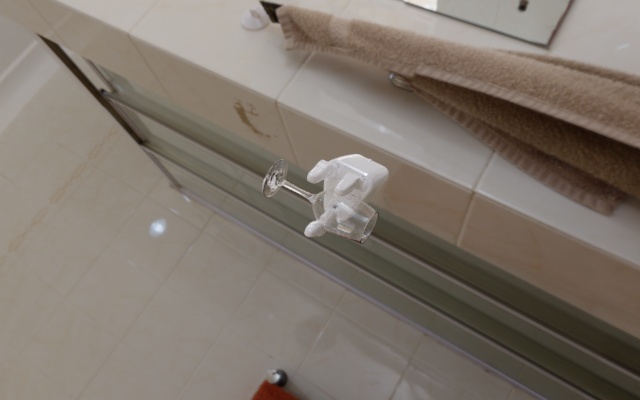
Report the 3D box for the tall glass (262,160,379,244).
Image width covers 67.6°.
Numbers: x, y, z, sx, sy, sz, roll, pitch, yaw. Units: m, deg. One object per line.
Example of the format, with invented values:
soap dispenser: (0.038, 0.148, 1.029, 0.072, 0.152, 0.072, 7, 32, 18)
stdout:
tall glass: (-0.001, 0.003, 0.839, 0.201, 0.079, 0.079, 28, 10, 19)
